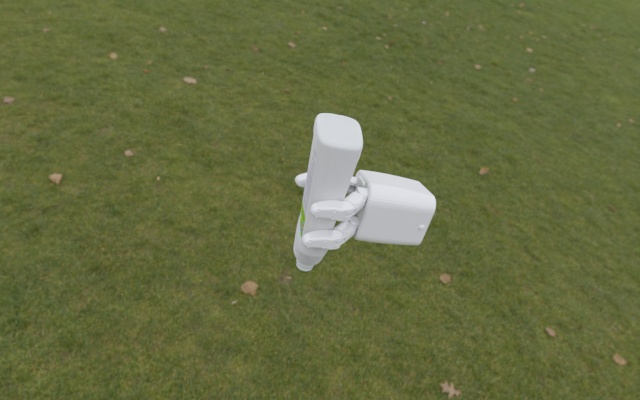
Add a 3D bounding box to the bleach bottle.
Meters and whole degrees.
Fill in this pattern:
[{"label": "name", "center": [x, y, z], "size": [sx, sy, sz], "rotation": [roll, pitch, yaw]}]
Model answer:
[{"label": "bleach bottle", "center": [0.000, 0.002, 0.728], "size": [0.068, 0.251, 0.102], "rotation": [9, 35, -8]}]
